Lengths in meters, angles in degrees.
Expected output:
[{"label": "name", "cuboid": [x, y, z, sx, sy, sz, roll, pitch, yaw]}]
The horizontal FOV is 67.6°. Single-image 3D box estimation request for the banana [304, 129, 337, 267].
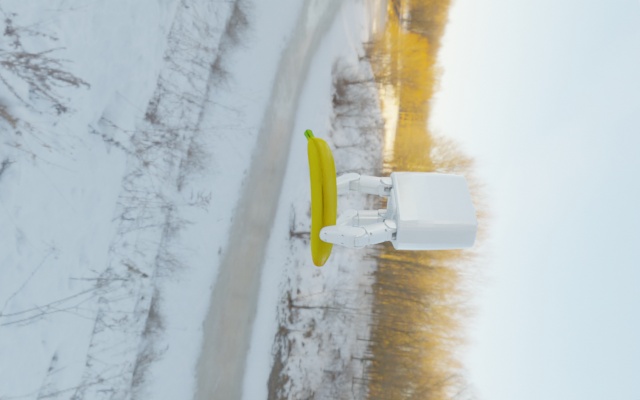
[{"label": "banana", "cuboid": [0.002, 0.001, 0.656, 0.037, 0.198, 0.069, -3, 6, -7]}]
